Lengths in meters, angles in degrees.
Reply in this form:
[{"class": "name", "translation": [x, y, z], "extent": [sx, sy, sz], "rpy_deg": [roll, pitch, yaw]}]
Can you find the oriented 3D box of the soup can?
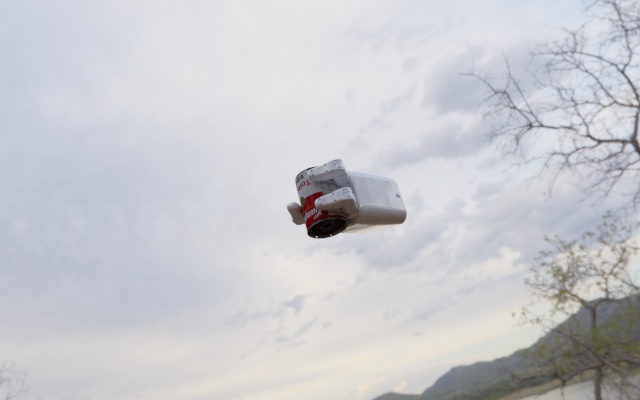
[{"class": "soup can", "translation": [0.000, 0.002, 0.787], "extent": [0.068, 0.102, 0.068], "rpy_deg": [-12, -28, -6]}]
